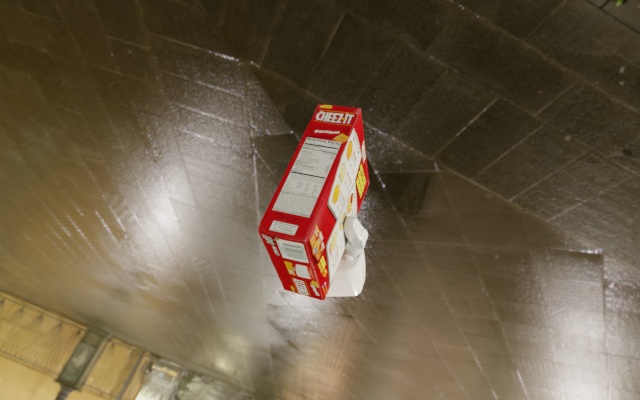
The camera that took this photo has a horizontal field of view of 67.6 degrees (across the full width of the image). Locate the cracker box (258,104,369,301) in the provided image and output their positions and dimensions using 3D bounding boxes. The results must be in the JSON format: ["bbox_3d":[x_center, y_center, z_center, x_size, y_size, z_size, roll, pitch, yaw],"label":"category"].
[{"bbox_3d":[0.000,0.002,0.650,0.072,0.213,0.164,12,-32,18],"label":"cracker box"}]
